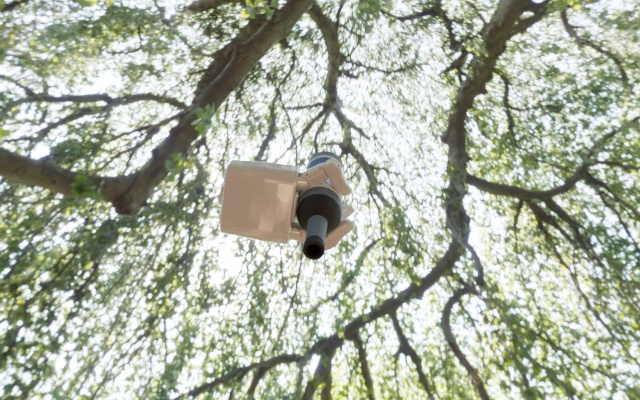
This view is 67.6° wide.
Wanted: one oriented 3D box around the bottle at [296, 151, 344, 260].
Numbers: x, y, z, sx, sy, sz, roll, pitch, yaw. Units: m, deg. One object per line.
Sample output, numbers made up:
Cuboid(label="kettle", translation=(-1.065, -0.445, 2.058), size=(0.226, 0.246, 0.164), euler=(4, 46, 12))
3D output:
Cuboid(label="bottle", translation=(0.000, 0.002, 0.724), size=(0.069, 0.069, 0.295), euler=(0, 24, 4))
